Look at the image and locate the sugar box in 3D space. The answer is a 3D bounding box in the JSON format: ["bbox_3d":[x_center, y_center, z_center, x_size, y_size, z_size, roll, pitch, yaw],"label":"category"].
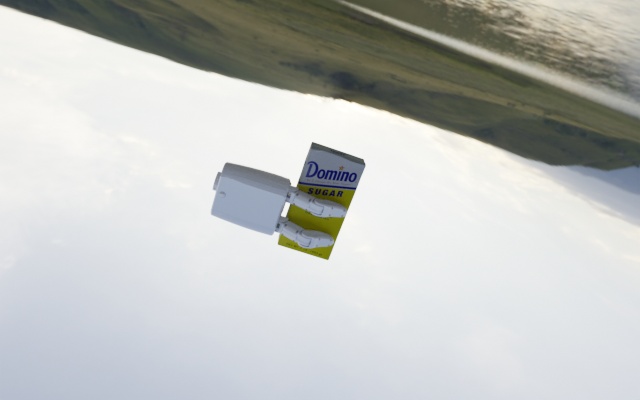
[{"bbox_3d":[0.000,0.003,0.779,0.093,0.176,0.048,17,21,-7],"label":"sugar box"}]
